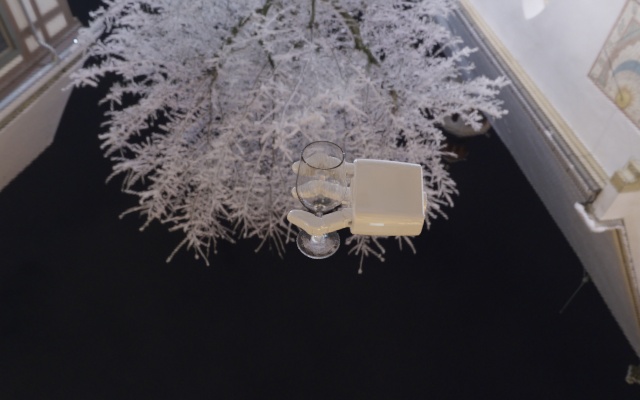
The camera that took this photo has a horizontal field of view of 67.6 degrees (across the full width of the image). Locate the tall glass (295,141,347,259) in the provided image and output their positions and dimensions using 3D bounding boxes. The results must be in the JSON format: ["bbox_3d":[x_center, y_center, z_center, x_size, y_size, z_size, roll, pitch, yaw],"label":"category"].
[{"bbox_3d":[0.000,0.003,0.748,0.079,0.079,0.201,0,-42,-2],"label":"tall glass"}]
